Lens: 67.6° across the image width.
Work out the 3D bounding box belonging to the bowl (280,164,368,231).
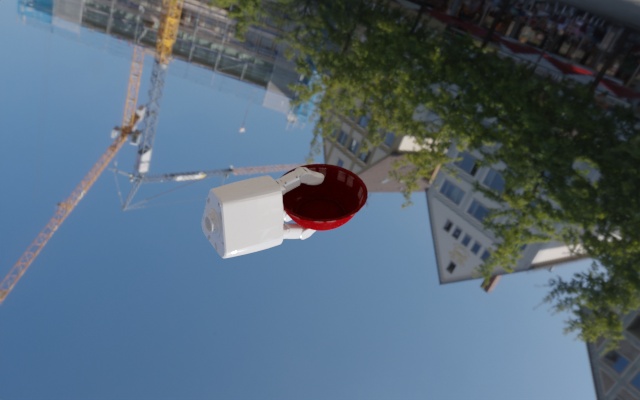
[{"bbox_3d":[0.001,0.003,0.838,0.162,0.055,0.162,1,39,-1],"label":"bowl"}]
